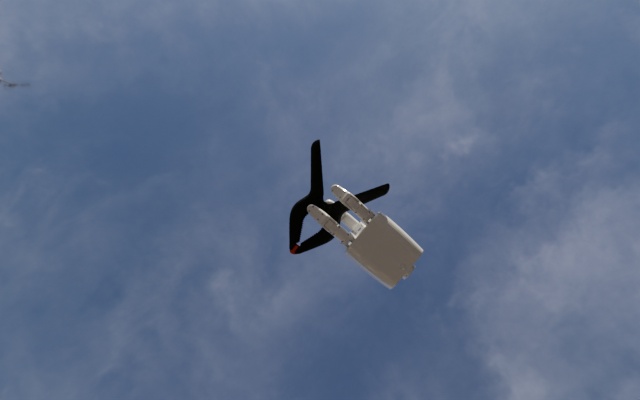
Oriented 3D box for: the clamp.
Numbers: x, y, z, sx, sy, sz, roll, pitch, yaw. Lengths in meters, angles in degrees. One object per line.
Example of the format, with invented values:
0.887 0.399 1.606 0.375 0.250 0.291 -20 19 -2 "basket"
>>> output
0.000 0.004 0.874 0.164 0.210 0.036 40 0 10 "clamp"
